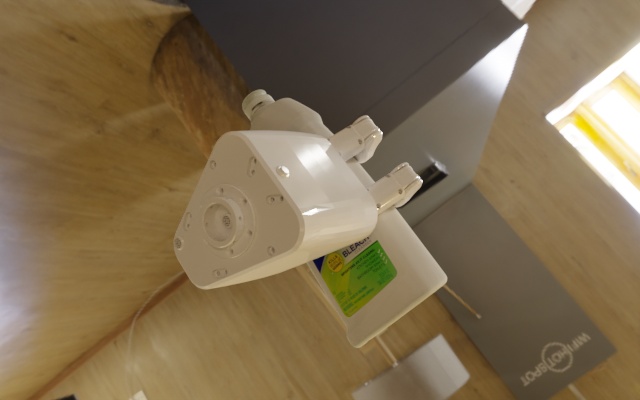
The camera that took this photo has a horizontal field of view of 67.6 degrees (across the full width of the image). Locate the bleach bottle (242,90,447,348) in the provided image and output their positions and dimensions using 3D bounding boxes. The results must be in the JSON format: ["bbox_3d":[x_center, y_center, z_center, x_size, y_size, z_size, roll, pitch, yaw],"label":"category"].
[{"bbox_3d":[0.000,0.001,0.445,0.102,0.250,0.068,-45,-18,25],"label":"bleach bottle"}]
